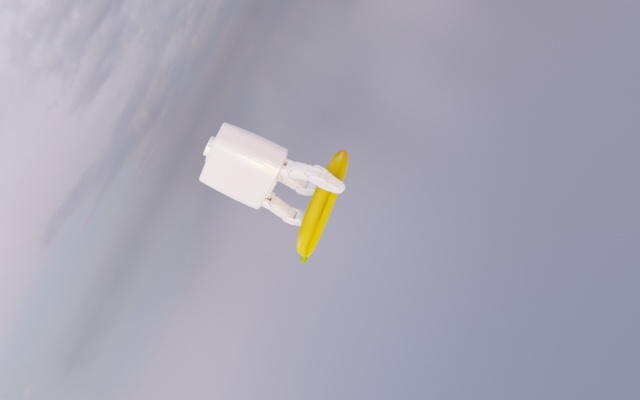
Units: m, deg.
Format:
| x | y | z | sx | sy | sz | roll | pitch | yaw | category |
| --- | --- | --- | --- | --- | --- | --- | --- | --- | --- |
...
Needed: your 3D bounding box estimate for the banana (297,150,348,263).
| x | y | z | sx | sy | sz | roll | pitch | yaw | category |
| --- | --- | --- | --- | --- | --- | --- | --- | --- | --- |
| 0.001 | 0.005 | 0.760 | 0.037 | 0.198 | 0.069 | 23 | -3 | -5 | banana |
